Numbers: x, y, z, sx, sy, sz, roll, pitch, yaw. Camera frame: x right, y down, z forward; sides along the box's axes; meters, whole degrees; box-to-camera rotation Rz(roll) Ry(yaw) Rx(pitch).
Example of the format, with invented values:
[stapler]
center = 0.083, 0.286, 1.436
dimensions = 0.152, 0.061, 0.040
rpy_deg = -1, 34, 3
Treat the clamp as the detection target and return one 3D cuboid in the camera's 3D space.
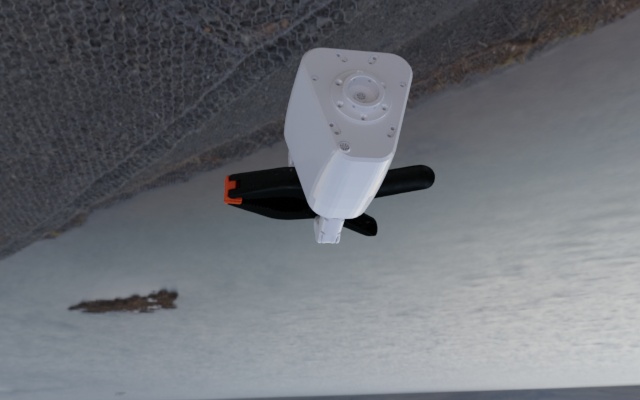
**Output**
[clamp]
center = 0.000, 0.002, 0.531
dimensions = 0.210, 0.036, 0.165
rpy_deg = 2, -25, -9
